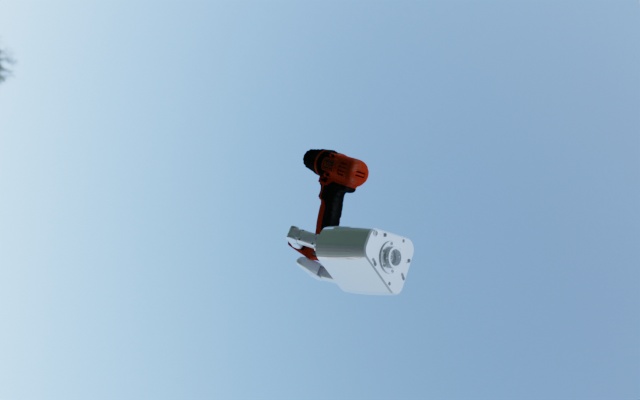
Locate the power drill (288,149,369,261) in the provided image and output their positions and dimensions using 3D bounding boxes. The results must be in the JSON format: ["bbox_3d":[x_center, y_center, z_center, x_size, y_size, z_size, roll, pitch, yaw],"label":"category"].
[{"bbox_3d":[0.000,0.003,0.839,0.057,0.187,0.184,12,6,-29],"label":"power drill"}]
